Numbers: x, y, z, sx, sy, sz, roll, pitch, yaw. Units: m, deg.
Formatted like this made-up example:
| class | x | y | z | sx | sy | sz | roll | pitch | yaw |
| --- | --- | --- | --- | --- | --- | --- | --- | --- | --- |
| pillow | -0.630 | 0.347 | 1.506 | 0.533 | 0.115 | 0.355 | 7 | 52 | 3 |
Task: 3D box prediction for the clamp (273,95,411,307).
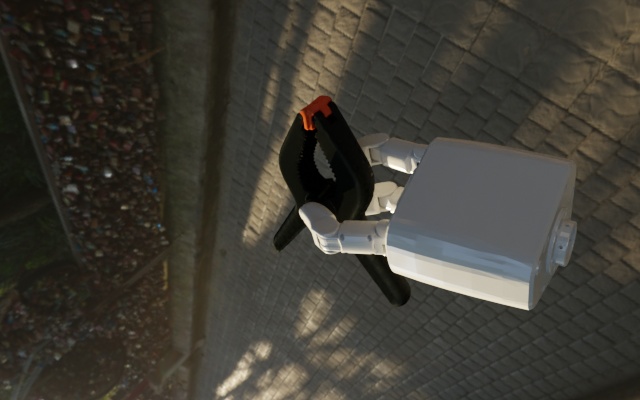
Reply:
| class | x | y | z | sx | sy | sz | roll | pitch | yaw |
| --- | --- | --- | --- | --- | --- | --- | --- | --- | --- |
| clamp | 0.000 | 0.002 | 0.447 | 0.164 | 0.210 | 0.036 | 14 | 44 | 34 |
